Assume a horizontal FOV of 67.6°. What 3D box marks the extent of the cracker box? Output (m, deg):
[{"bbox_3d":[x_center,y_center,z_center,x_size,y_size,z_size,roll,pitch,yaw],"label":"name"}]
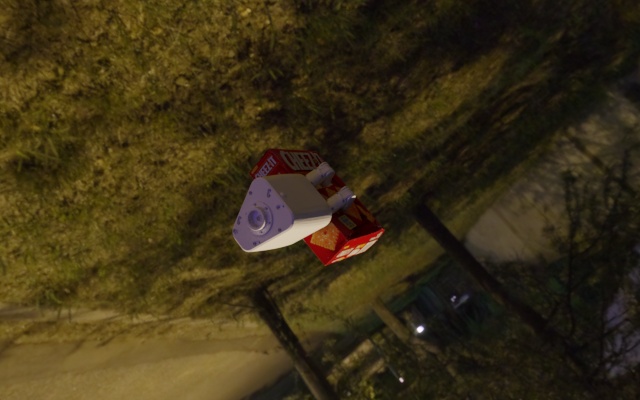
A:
[{"bbox_3d":[0.000,0.003,0.851,0.072,0.213,0.164,-48,-19,23],"label":"cracker box"}]
